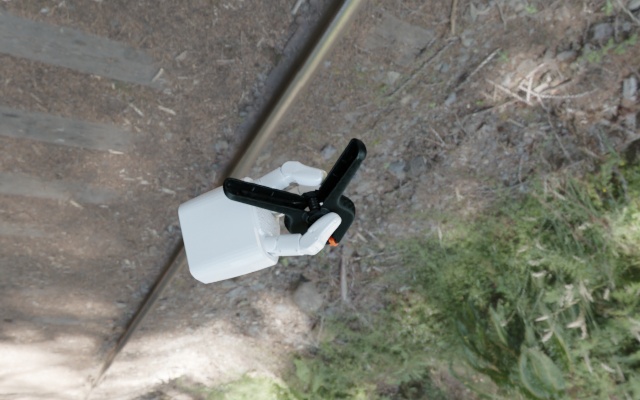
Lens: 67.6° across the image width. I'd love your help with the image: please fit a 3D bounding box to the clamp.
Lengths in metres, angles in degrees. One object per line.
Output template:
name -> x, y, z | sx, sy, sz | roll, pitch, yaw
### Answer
clamp -> 0.000, 0.003, 0.595 | 0.164, 0.036, 0.210 | -19, -31, 13
